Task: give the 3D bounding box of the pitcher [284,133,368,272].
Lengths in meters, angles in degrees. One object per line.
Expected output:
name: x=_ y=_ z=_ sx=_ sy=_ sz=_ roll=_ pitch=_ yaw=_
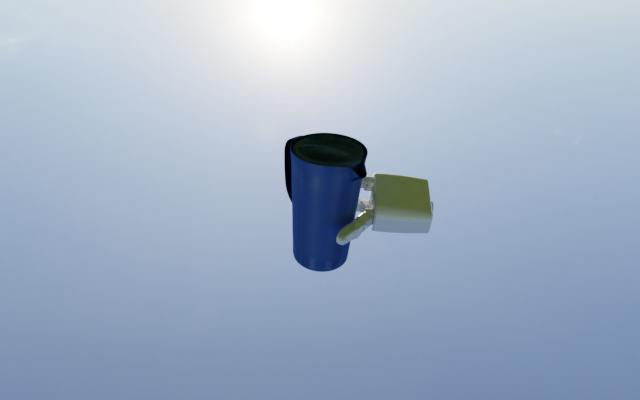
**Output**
pitcher: x=0.000 y=0.003 z=0.881 sx=0.145 sy=0.243 sz=0.149 roll=3 pitch=32 yaw=-3
